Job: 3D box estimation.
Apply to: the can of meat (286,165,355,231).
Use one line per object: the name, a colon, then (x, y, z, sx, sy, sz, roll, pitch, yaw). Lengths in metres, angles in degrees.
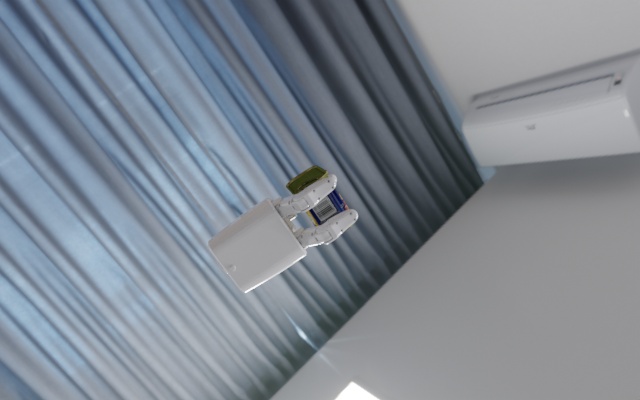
can of meat: (0.000, 0.002, 0.694, 0.057, 0.084, 0.102, -34, 15, -4)
